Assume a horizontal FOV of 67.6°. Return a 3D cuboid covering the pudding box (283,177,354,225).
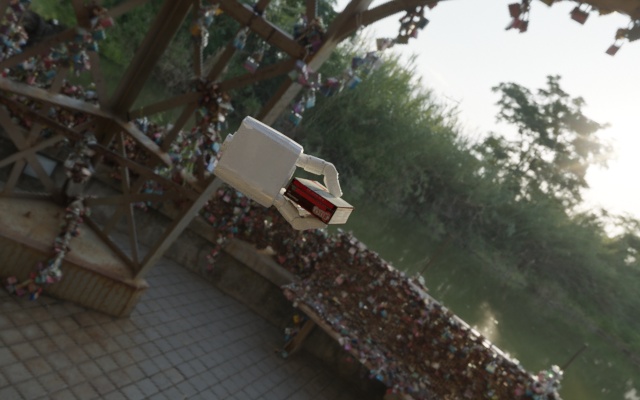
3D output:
[{"bbox_3d":[0.000,0.002,0.796,0.090,0.039,0.113,35,10,16],"label":"pudding box"}]
